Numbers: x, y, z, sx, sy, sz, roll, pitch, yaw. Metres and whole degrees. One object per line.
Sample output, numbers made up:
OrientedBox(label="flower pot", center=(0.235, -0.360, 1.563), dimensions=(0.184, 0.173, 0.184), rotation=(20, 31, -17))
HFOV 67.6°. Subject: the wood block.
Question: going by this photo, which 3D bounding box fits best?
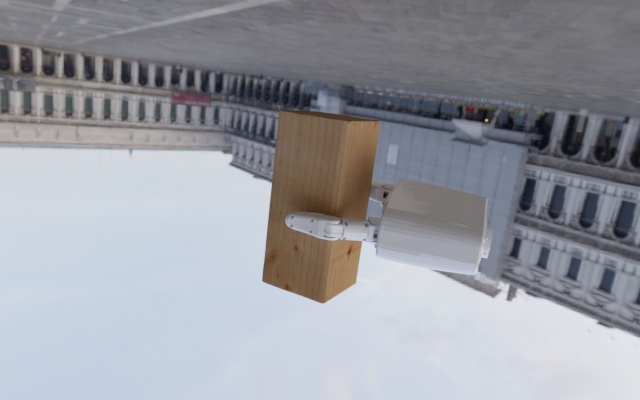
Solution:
OrientedBox(label="wood block", center=(0.000, 0.002, 0.568), dimensions=(0.090, 0.206, 0.091), rotation=(14, 15, 28))
